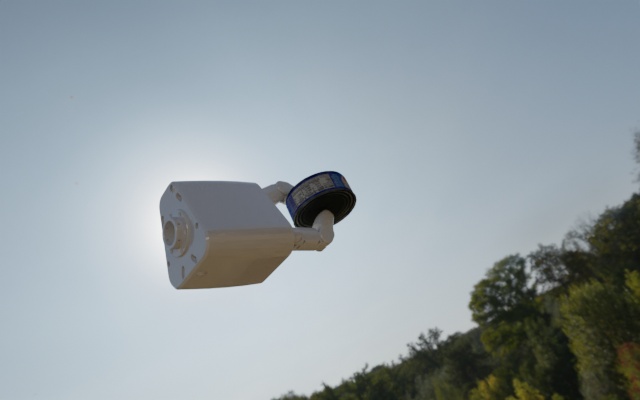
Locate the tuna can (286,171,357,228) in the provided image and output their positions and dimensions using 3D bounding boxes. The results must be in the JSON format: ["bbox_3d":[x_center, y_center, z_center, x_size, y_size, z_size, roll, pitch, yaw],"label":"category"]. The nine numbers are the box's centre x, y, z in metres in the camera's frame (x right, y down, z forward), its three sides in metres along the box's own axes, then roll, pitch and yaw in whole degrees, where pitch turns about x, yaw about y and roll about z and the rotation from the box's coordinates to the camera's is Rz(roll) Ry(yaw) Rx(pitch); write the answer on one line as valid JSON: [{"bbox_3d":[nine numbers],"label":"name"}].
[{"bbox_3d":[0.000,0.002,0.605,0.086,0.033,0.086,-20,-31,-12],"label":"tuna can"}]
